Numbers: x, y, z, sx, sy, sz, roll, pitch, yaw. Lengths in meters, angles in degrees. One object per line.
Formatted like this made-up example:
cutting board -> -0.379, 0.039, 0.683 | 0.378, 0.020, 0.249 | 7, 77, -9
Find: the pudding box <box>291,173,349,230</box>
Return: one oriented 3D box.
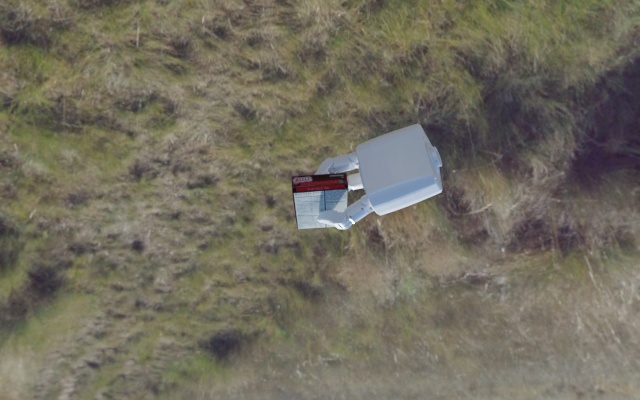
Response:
pudding box -> 0.000, 0.003, 0.789 | 0.090, 0.039, 0.114 | -3, -37, 0
